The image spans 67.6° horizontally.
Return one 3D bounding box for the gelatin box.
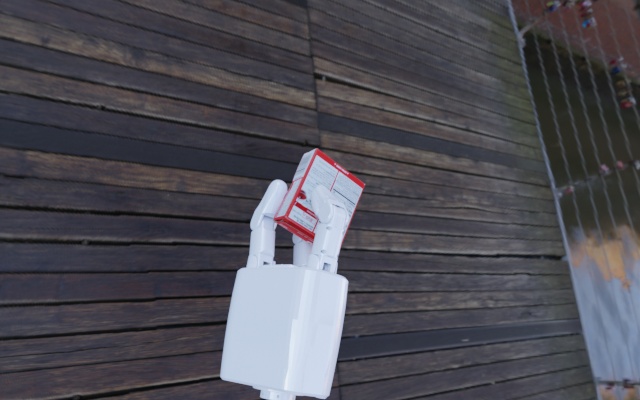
[{"bbox_3d":[0.000,0.001,0.510,0.073,0.089,0.030,34,-25,-24],"label":"gelatin box"}]
